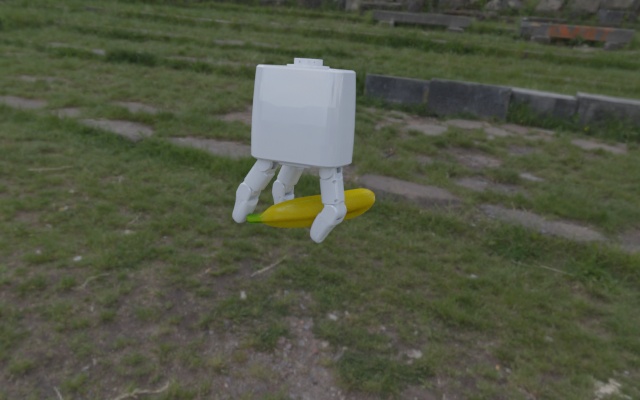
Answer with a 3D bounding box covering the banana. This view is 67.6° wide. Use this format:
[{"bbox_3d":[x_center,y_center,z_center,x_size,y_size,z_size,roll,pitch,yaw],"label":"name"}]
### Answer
[{"bbox_3d":[0.007,0.007,0.621,0.198,0.037,0.069,-8,17,-31],"label":"banana"}]
